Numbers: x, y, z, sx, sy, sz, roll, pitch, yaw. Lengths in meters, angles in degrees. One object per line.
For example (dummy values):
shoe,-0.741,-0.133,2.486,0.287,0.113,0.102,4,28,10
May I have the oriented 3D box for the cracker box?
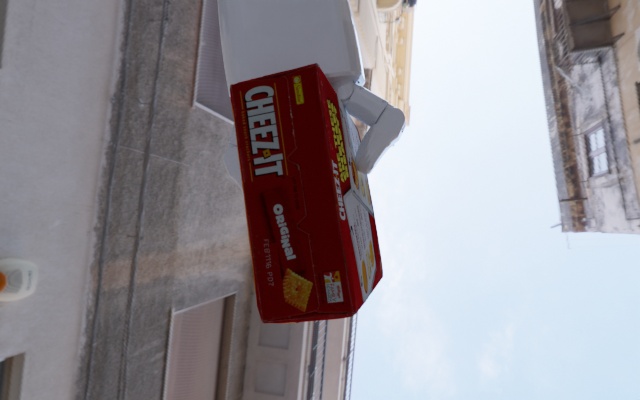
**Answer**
cracker box,0.000,0.001,0.408,0.072,0.164,0.214,-10,-5,12
